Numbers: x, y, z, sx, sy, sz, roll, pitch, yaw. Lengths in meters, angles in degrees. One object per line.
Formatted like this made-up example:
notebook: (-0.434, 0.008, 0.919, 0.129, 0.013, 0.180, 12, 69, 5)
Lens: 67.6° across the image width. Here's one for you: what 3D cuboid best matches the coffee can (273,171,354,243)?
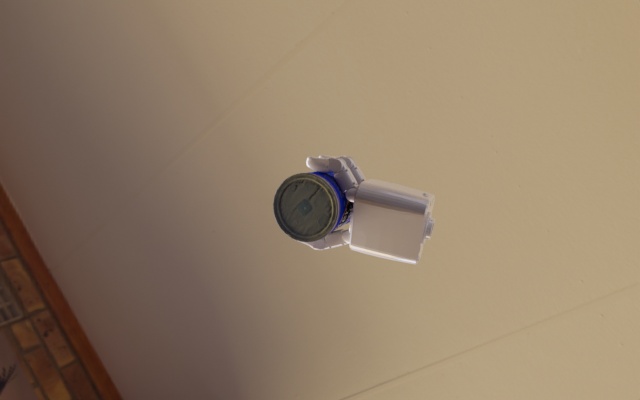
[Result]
coffee can: (0.000, 0.003, 0.759, 0.103, 0.103, 0.140, 0, 7, 20)
